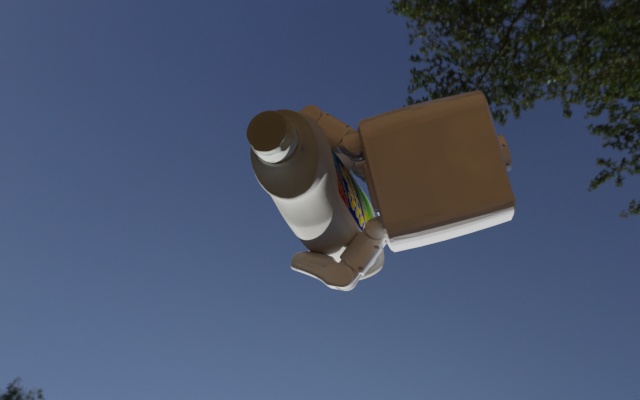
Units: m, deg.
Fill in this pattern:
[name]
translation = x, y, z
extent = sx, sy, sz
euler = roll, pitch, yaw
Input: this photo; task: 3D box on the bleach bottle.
[bleach bottle]
translation = 0.000, 0.001, 0.414
extent = 0.068, 0.102, 0.251
euler = -15, -21, 11
